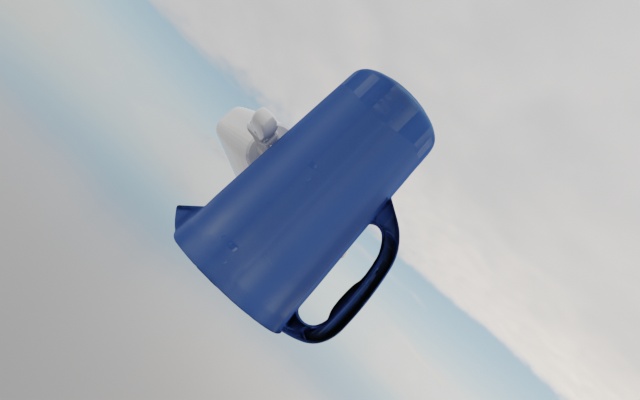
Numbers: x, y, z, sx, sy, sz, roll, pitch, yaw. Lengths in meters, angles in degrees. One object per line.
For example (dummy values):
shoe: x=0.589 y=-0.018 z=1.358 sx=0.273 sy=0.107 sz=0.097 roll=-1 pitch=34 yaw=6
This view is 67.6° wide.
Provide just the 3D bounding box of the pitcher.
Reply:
pitcher: x=0.000 y=0.001 z=0.451 sx=0.149 sy=0.243 sz=0.145 roll=50 pitch=-9 yaw=-35
